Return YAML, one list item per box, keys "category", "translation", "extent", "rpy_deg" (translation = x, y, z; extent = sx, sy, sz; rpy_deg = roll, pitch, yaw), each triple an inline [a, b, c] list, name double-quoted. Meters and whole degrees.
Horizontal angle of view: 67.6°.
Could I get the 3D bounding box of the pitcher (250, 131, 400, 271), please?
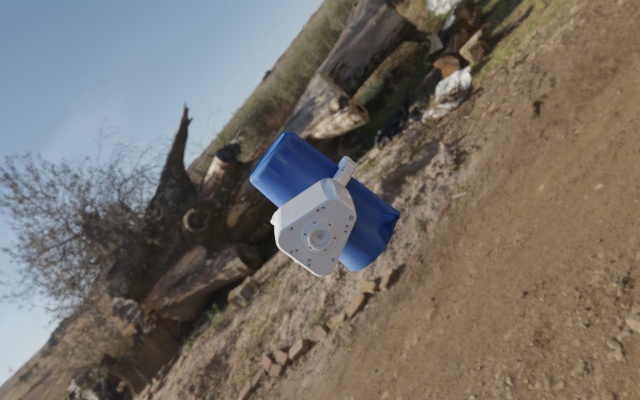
- category: "pitcher"
  translation: [0.000, 0.003, 0.810]
  extent: [0.243, 0.149, 0.145]
  rpy_deg: [39, 11, -13]
